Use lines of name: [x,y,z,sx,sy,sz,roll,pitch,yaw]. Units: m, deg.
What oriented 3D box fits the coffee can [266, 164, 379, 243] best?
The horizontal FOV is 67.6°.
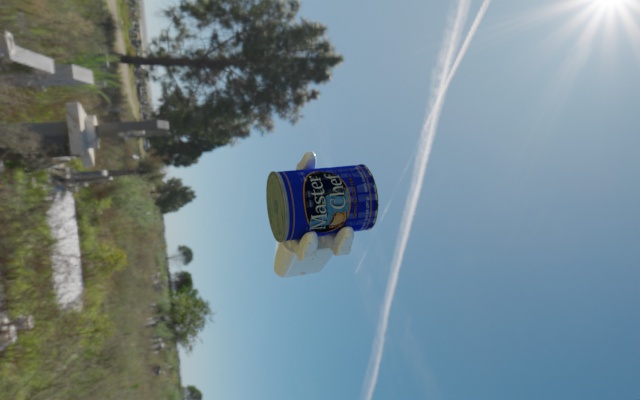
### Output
coffee can: [0.000,0.002,0.705,0.140,0.103,0.103,-6,2,-19]
